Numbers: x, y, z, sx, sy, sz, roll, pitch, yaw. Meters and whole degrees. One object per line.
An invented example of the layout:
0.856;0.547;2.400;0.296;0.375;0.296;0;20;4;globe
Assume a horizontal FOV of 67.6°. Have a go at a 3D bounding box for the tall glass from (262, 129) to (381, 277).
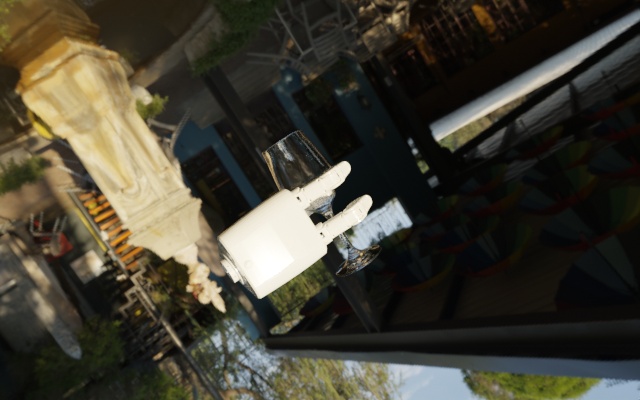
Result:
0.001;0.003;0.658;0.079;0.201;0.079;-32;7;5;tall glass
